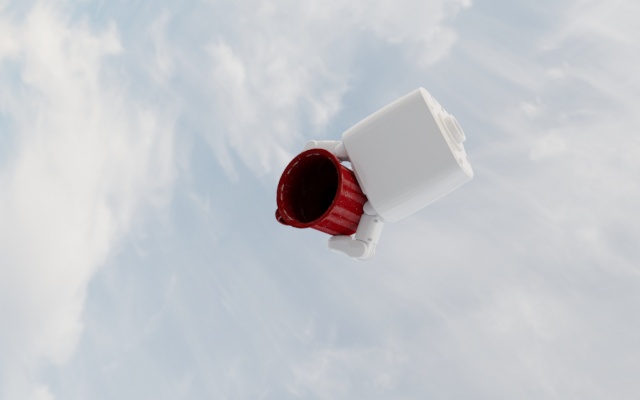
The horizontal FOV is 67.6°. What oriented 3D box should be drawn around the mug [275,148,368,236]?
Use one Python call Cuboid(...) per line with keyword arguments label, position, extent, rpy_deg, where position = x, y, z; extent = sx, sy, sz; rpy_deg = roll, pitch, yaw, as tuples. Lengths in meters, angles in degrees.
Cuboid(label="mug", position=(-0.001, 0.003, 0.563), extent=(0.117, 0.093, 0.081), rpy_deg=(-31, -32, 26))
